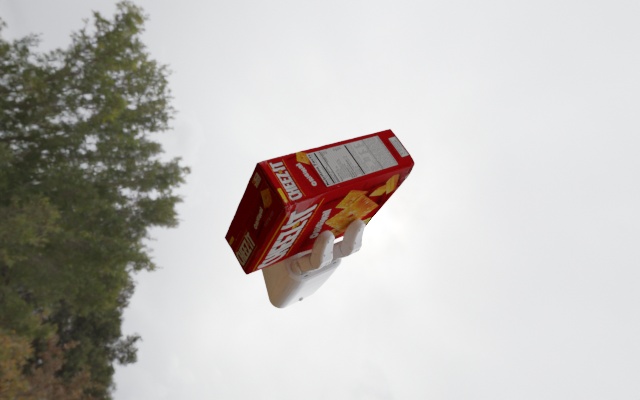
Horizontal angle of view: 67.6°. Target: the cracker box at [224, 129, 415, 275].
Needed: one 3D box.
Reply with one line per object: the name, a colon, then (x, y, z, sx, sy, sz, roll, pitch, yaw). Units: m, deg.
cracker box: (0.000, 0.002, 0.622, 0.213, 0.072, 0.164, -19, -25, -36)
